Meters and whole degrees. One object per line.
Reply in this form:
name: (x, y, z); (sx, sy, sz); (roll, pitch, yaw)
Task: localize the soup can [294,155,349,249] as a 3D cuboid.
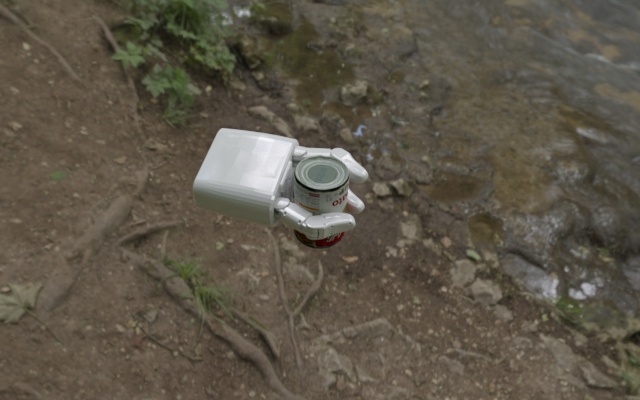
soup can: (0.001, 0.002, 0.600); (0.068, 0.102, 0.068); (1, 44, -1)
